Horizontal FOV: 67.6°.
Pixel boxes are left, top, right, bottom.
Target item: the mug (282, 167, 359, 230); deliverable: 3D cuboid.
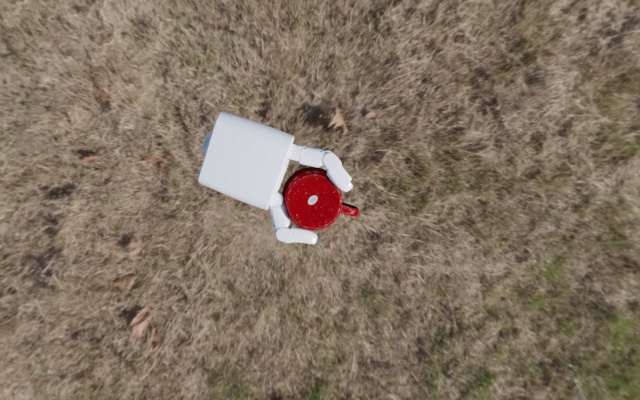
[{"bbox_3d":[0.001,0.003,0.703,0.117,0.093,0.081,19,5,-5],"label":"mug"}]
